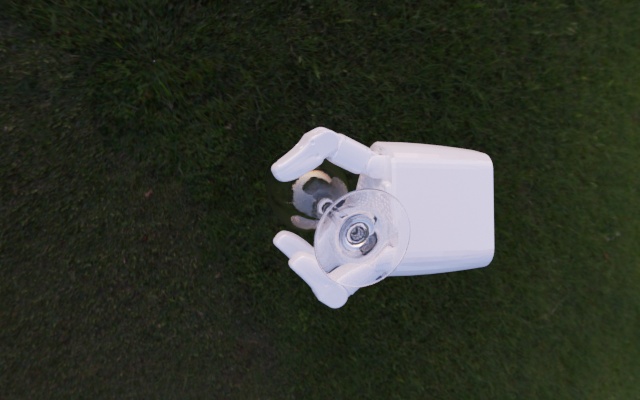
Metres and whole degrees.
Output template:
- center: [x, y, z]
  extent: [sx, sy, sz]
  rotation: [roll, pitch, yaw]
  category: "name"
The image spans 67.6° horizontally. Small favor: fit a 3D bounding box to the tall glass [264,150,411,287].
- center: [0.000, 0.002, 0.428]
  extent: [0.079, 0.079, 0.201]
  rotation: [0, 15, -19]
  category: "tall glass"
